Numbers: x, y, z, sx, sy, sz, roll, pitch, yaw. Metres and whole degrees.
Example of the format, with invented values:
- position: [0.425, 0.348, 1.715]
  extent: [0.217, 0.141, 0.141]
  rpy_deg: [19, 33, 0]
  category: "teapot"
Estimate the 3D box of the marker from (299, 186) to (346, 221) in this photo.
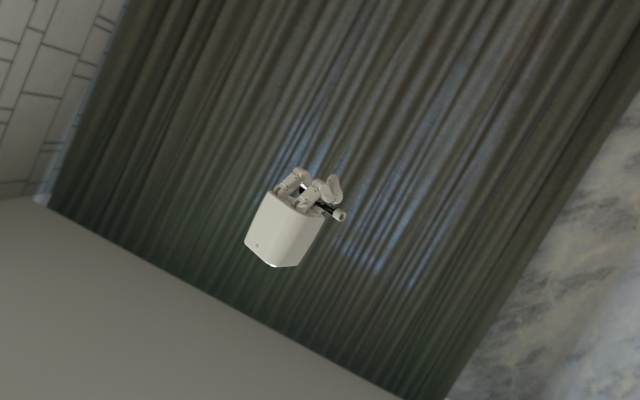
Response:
- position: [0.000, 0.003, 0.865]
  extent: [0.020, 0.020, 0.121]
  rpy_deg: [0, 25, -44]
  category: "marker"
